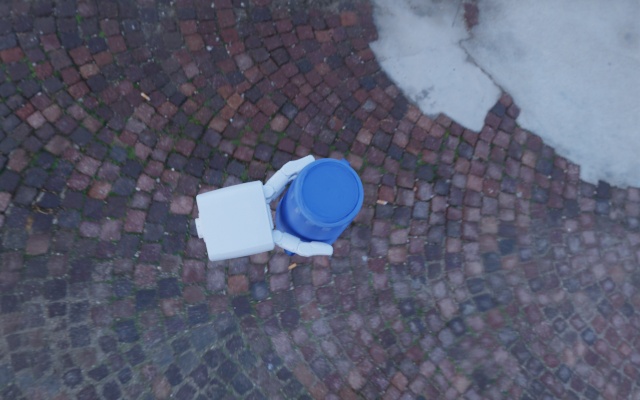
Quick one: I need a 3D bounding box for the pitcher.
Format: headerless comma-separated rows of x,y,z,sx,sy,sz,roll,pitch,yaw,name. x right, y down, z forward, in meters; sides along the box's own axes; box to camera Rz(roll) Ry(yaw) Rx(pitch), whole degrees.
0.000,0.003,0.827,0.145,0.149,0.243,-11,-10,-12,pitcher
